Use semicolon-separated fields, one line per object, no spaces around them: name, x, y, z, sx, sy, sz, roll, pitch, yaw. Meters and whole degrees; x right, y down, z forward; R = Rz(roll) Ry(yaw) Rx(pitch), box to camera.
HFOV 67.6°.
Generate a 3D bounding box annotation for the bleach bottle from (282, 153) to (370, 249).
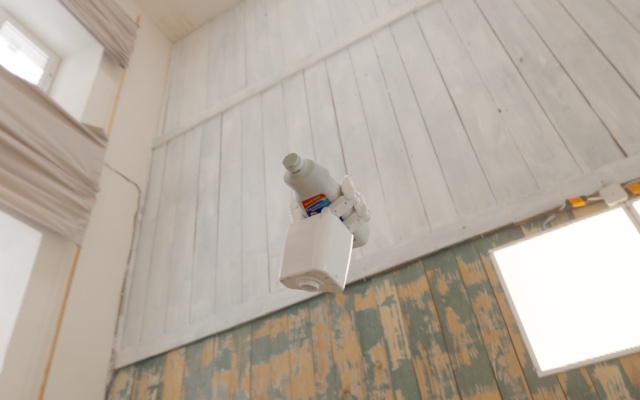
bleach bottle;0.000;0.003;0.864;0.102;0.068;0.251;-9;-37;27
